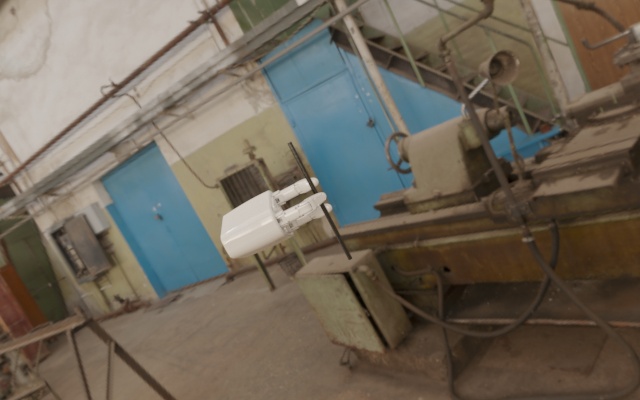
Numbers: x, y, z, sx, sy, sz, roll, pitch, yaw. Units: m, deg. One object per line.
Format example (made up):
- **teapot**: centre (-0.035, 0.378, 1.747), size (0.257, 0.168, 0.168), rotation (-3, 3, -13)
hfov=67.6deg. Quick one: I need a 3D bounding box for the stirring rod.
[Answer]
- **stirring rod**: centre (0.000, 0.003, 0.862), size (0.011, 0.239, 0.011), rotation (-27, 9, 5)
